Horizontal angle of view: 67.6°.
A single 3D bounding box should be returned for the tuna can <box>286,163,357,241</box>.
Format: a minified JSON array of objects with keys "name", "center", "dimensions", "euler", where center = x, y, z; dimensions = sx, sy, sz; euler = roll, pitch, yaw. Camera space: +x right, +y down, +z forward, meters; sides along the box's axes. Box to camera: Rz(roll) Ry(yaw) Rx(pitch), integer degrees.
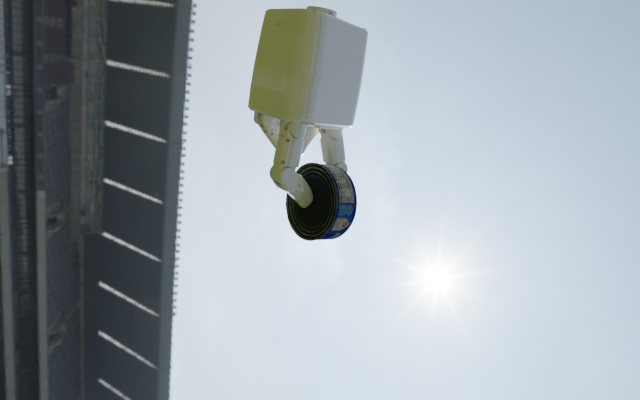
[{"name":"tuna can","center":[0.000,0.002,0.533],"dimensions":[0.034,0.086,0.086],"euler":[2,-2,-42]}]
